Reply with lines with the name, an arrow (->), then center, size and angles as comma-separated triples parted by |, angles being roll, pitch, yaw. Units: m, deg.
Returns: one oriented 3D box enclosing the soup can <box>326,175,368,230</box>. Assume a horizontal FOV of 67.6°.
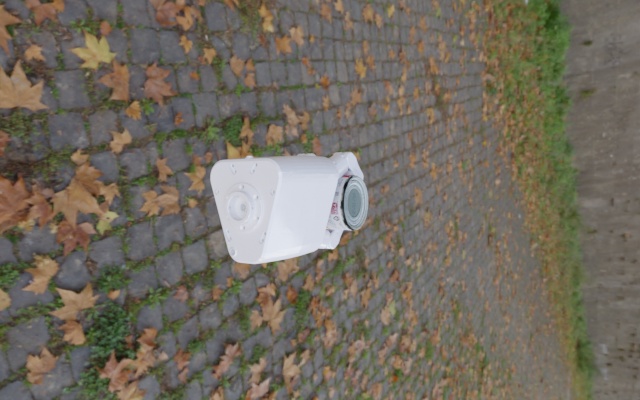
soup can -> 0.001, 0.002, 0.597 | 0.102, 0.068, 0.068 | 1, 0, 31
